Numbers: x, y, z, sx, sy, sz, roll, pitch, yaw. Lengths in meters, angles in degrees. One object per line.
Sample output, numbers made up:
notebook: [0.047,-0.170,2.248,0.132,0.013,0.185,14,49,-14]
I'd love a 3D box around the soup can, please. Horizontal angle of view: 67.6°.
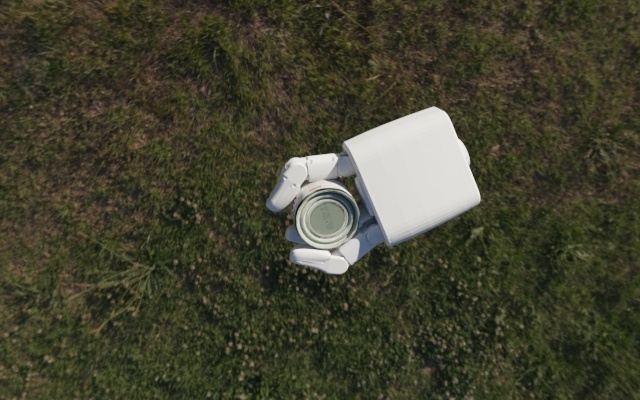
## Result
soup can: [0.000,0.002,0.517,0.068,0.068,0.102,0,21,-9]
